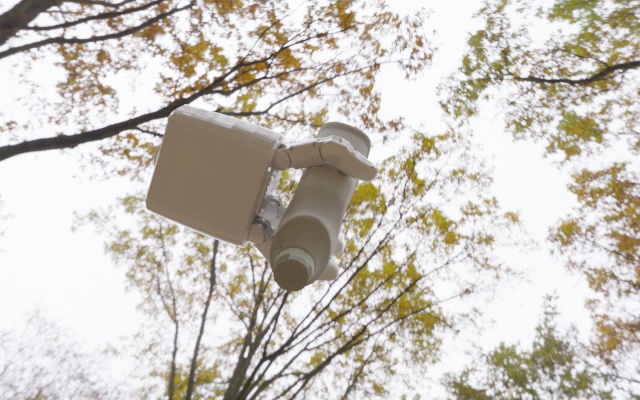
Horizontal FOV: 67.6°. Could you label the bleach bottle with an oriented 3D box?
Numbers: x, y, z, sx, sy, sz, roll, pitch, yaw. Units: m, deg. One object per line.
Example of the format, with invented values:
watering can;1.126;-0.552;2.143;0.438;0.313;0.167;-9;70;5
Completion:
bleach bottle;0.000;0.002;0.472;0.068;0.103;0.250;20;25;1
